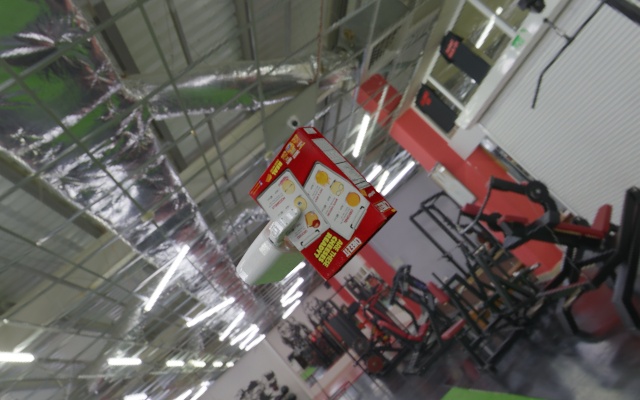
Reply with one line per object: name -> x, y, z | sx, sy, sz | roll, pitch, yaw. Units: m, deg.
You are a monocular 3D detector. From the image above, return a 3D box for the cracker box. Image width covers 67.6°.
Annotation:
cracker box -> 0.000, 0.003, 0.829 | 0.164, 0.213, 0.072 | -50, -13, 27
